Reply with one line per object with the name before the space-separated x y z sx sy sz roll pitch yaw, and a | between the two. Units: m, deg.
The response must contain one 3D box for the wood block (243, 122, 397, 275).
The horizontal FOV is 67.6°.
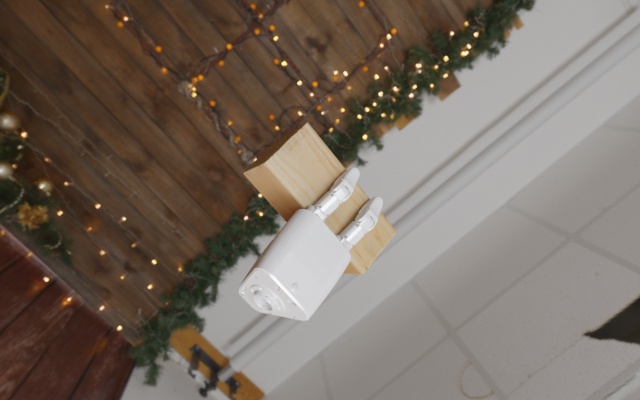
wood block | 0.000 0.003 0.688 0.090 0.206 0.091 -47 17 -24
